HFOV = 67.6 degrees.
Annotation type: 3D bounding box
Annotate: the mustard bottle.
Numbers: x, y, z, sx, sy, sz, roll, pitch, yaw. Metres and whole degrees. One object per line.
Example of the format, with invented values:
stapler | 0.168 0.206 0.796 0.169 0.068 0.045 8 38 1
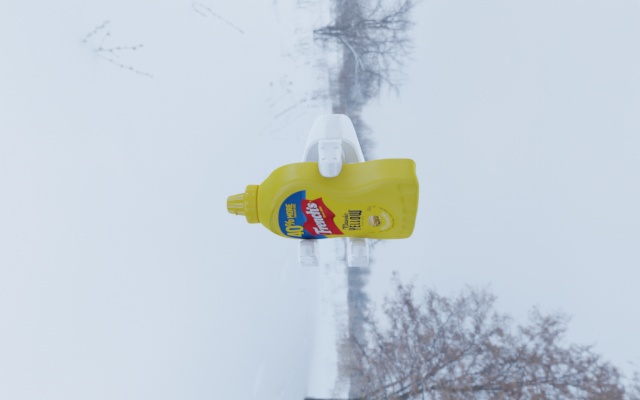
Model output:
mustard bottle | 0.000 0.002 0.490 0.191 0.058 0.096 -1 -39 3
